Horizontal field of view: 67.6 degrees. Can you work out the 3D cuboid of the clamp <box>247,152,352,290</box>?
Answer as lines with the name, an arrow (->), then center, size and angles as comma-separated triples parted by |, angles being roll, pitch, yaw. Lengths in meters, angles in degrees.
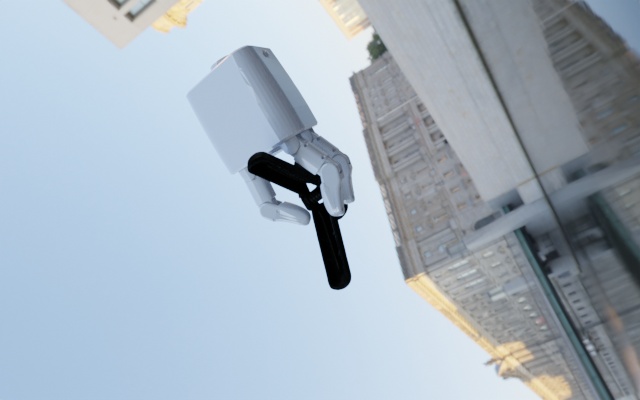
clamp -> -0.001, 0.002, 0.558 | 0.036, 0.164, 0.210 | -29, 6, 19
